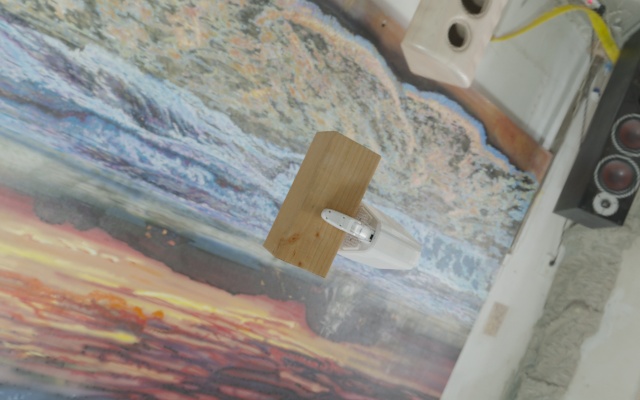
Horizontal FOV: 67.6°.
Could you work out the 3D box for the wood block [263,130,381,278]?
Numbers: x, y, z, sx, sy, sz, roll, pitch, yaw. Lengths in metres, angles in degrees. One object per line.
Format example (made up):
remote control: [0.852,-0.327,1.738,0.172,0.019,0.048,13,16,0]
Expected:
wood block: [0.001,0.003,0.750,0.090,0.206,0.091,26,-3,-21]
